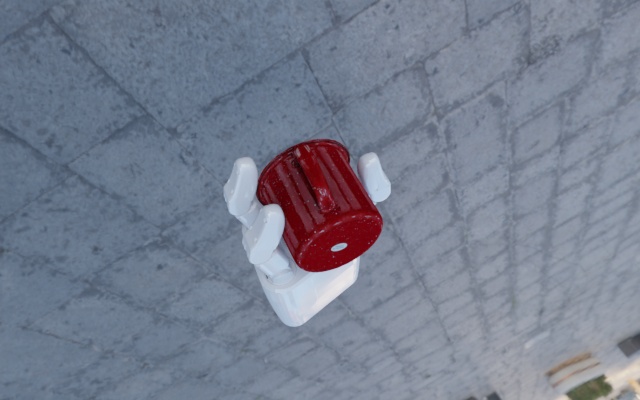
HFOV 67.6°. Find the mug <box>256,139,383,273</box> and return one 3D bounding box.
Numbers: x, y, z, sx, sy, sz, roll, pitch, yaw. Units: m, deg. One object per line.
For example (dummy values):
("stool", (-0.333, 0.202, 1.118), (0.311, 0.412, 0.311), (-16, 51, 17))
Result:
("mug", (0.000, 0.001, 0.402), (0.093, 0.081, 0.117), (-24, -33, -9))
